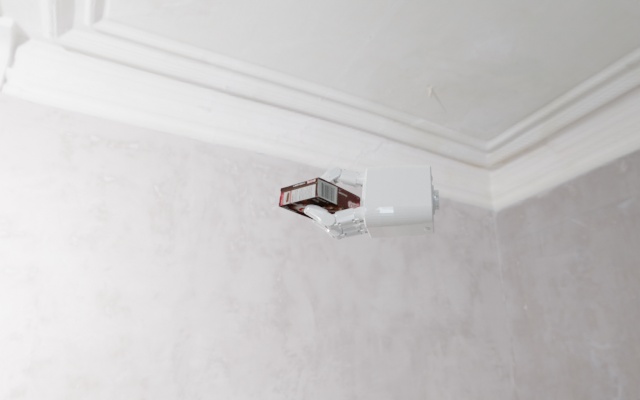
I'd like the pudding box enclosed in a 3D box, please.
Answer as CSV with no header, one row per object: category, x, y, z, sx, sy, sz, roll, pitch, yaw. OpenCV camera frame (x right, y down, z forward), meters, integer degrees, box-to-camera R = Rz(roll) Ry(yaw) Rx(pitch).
pudding box,0.000,0.002,0.809,0.090,0.039,0.113,-15,-29,40
